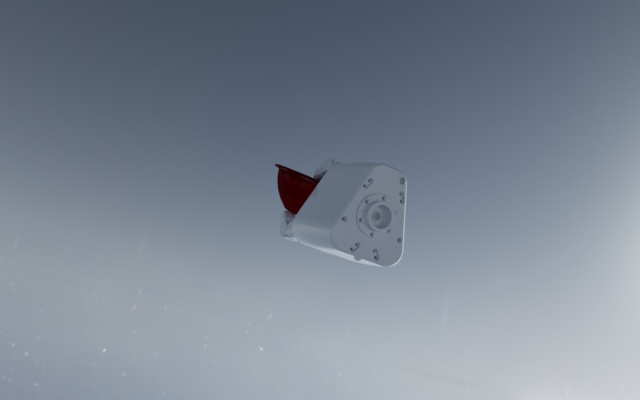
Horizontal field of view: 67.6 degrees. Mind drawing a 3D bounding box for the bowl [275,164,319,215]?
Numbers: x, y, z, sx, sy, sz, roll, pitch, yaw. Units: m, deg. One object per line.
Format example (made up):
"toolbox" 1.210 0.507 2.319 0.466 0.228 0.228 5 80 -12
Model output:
"bowl" 0.000 0.003 0.688 0.162 0.055 0.162 23 4 -2
